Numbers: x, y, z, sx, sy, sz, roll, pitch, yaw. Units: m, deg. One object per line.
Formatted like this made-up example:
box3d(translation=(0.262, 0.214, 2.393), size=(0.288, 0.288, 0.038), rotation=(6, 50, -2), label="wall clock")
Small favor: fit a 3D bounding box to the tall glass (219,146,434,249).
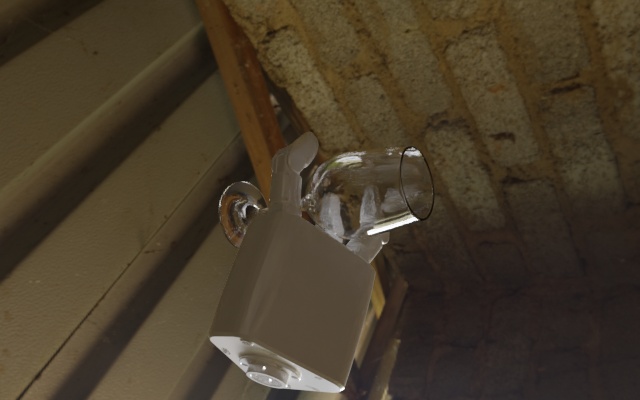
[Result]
box3d(translation=(0.000, 0.001, 0.445), size=(0.201, 0.079, 0.079), rotation=(-11, -7, 36), label="tall glass")
